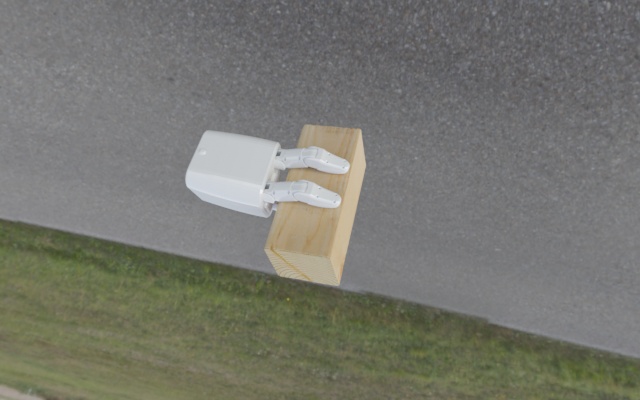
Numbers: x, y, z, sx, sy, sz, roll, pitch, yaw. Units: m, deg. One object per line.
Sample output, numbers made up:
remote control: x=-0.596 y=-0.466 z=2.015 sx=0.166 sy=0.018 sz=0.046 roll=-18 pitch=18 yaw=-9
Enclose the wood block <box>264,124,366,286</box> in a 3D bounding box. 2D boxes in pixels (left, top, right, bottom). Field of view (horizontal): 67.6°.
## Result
wood block: x=0.000 y=0.002 z=0.675 sx=0.090 sy=0.206 sz=0.091 roll=7 pitch=-30 yaw=14
